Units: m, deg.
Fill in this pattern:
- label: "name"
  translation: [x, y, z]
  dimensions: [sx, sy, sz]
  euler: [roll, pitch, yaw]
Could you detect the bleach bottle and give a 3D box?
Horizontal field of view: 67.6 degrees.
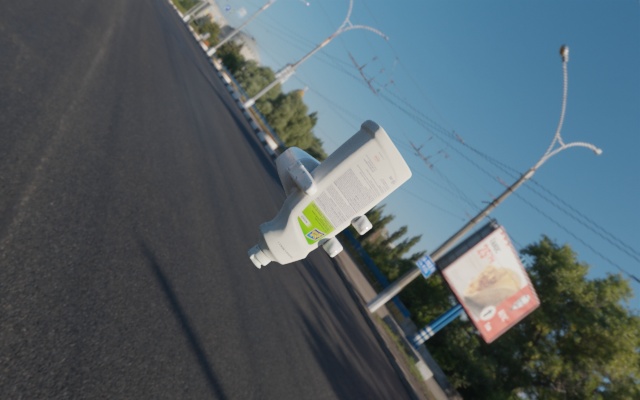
- label: "bleach bottle"
  translation: [0.000, 0.002, 0.671]
  dimensions: [0.251, 0.102, 0.068]
  euler: [-37, 22, 1]
